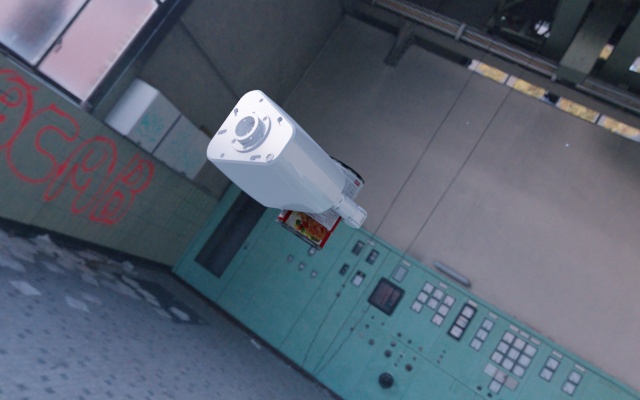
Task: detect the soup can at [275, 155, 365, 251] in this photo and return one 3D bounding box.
[{"bbox_3d":[0.001,0.002,0.592,0.068,0.102,0.068,33,-7,5],"label":"soup can"}]
